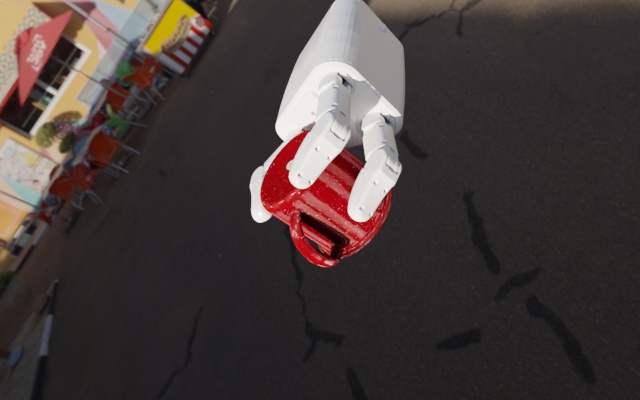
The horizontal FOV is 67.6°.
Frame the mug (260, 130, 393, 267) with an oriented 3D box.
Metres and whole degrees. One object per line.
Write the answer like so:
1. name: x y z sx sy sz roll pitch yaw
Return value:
1. mug: 0.000 0.002 0.411 0.081 0.117 0.093 35 -43 -30
